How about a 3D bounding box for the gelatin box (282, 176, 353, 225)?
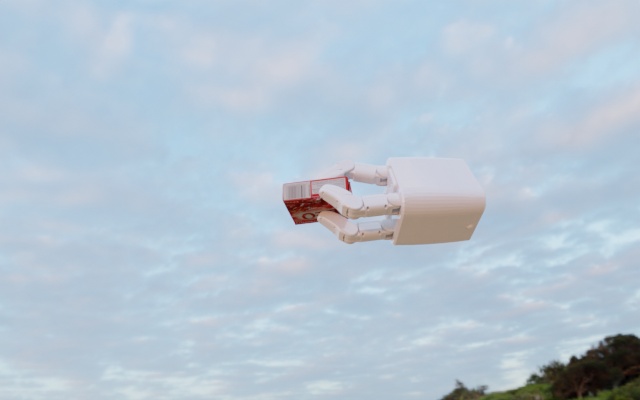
[{"bbox_3d":[0.000,0.002,0.642,0.089,0.030,0.073,-6,-29,8],"label":"gelatin box"}]
